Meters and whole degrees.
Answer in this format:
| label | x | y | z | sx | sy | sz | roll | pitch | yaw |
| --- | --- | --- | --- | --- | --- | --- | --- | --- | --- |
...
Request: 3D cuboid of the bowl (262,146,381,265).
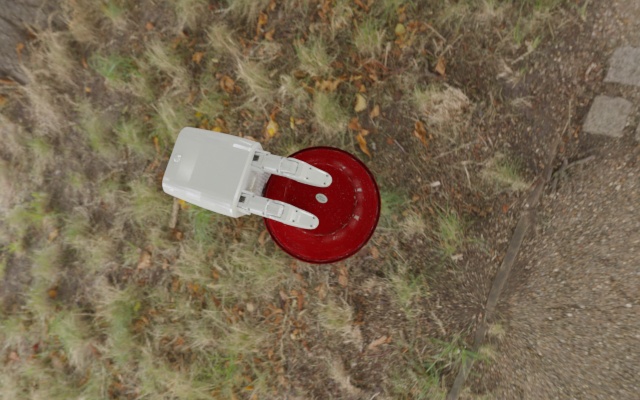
| label | x | y | z | sx | sy | sz | roll | pitch | yaw |
| --- | --- | --- | --- | --- | --- | --- | --- | --- | --- |
| bowl | 0.001 | 0.002 | 0.619 | 0.162 | 0.162 | 0.055 | 0 | -7 | 2 |
